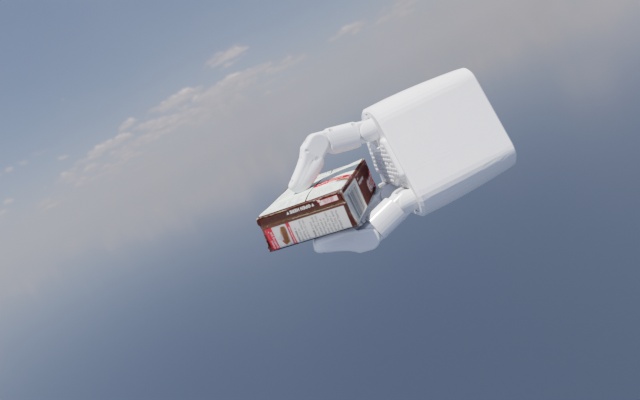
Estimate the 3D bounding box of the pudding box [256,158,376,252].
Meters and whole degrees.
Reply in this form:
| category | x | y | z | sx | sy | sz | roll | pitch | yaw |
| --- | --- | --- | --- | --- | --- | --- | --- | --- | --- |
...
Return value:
| category | x | y | z | sx | sy | sz | roll | pitch | yaw |
| --- | --- | --- | --- | --- | --- | --- | --- | --- | --- |
| pudding box | 0.000 | 0.001 | 0.465 | 0.090 | 0.039 | 0.113 | -19 | 12 | 21 |
